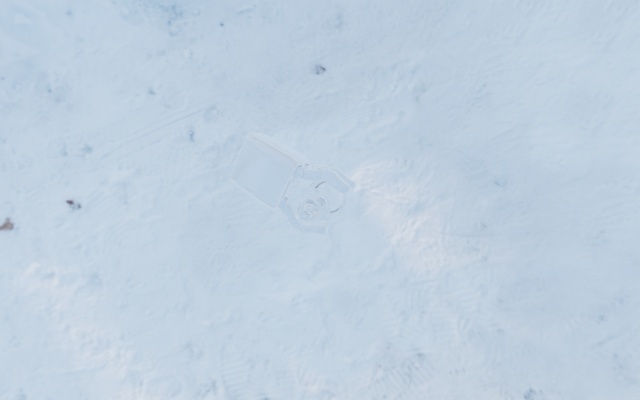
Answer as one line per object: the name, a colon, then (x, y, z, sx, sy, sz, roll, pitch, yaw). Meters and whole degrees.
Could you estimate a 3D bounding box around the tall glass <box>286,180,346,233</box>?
tall glass: (0.000, 0.003, 0.862, 0.079, 0.079, 0.201, 0, 7, 12)
